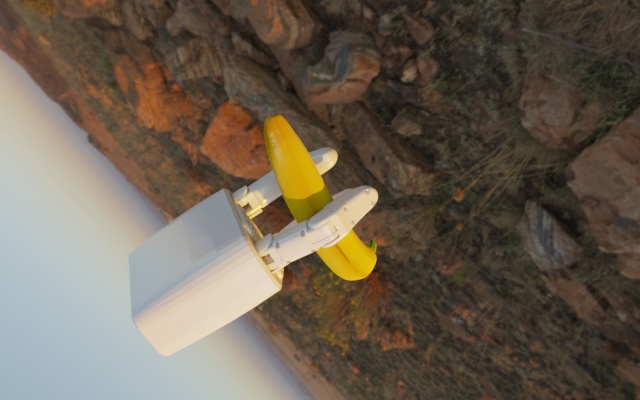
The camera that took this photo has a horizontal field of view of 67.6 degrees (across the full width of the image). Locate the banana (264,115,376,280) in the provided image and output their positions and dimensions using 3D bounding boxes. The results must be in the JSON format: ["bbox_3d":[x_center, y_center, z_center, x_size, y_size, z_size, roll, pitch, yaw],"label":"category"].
[{"bbox_3d":[0.005,0.016,0.408,0.037,0.069,0.198,-26,-47,11],"label":"banana"}]
